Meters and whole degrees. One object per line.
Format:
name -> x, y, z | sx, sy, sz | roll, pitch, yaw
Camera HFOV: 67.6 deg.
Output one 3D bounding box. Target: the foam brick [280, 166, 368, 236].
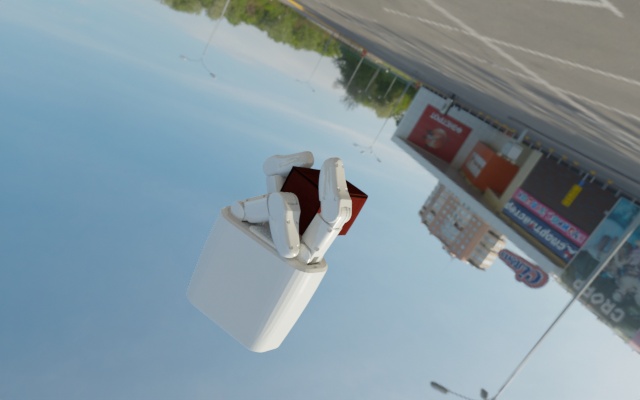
foam brick -> 0.000, 0.002, 0.493 | 0.053, 0.051, 0.078 | 38, 20, 32
